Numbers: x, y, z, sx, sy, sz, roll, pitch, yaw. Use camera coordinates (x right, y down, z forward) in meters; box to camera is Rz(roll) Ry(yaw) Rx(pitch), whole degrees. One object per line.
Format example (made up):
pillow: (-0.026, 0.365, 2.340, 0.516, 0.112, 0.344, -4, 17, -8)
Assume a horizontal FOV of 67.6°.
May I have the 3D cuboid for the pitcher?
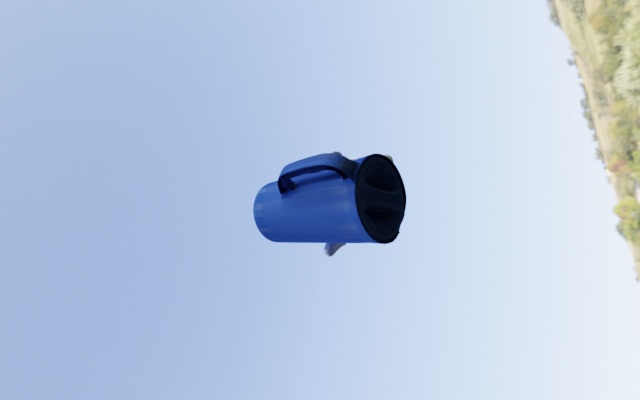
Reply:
pitcher: (0.000, 0.003, 0.766, 0.243, 0.149, 0.145, -8, 7, 41)
